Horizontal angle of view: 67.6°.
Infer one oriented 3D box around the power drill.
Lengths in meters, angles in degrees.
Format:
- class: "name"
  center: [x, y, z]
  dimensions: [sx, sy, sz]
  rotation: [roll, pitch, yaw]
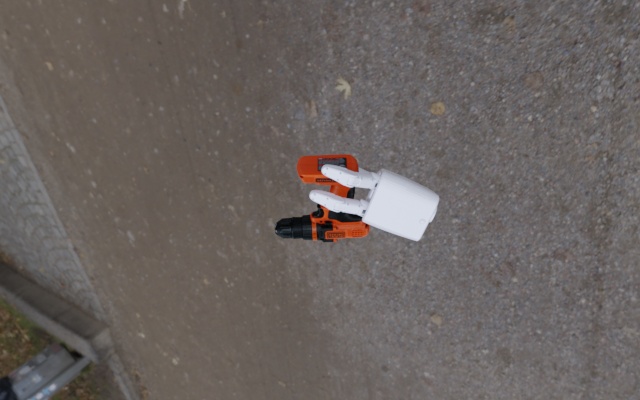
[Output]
- class: "power drill"
  center: [0.000, 0.003, 0.880]
  dimensions: [0.184, 0.057, 0.188]
  rotation: [-3, -44, 0]
